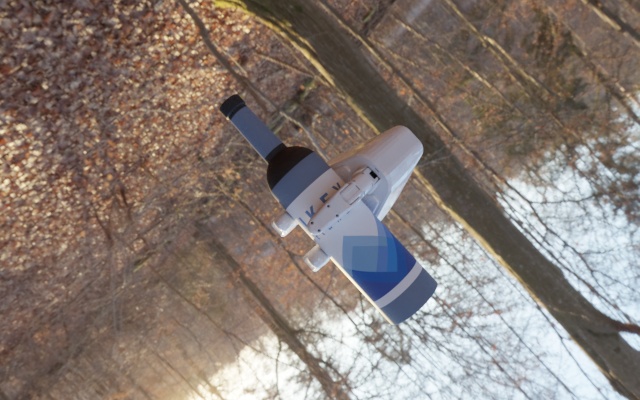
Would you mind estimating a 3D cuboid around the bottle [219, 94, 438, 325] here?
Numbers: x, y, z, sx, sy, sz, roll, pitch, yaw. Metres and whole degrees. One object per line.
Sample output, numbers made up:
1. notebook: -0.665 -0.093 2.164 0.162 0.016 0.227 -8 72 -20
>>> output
1. bottle: 0.000 0.002 0.513 0.069 0.295 0.069 -43 -2 -2
